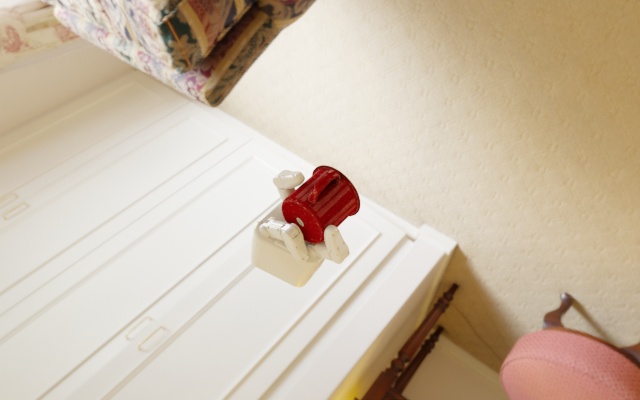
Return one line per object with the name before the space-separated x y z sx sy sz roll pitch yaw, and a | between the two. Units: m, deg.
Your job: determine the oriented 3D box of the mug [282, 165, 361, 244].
mug | 0.000 0.002 0.686 0.081 0.093 0.117 -42 -15 -31
